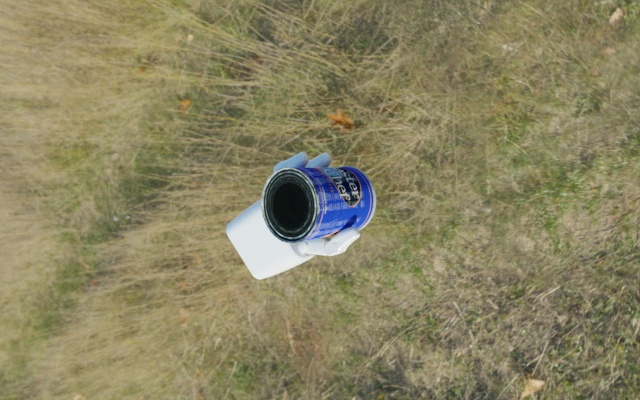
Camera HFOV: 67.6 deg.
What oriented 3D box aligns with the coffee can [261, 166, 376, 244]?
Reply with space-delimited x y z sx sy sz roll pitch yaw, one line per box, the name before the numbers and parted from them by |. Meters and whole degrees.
coffee can | 0.000 0.002 0.686 0.103 0.103 0.140 0 3 38
